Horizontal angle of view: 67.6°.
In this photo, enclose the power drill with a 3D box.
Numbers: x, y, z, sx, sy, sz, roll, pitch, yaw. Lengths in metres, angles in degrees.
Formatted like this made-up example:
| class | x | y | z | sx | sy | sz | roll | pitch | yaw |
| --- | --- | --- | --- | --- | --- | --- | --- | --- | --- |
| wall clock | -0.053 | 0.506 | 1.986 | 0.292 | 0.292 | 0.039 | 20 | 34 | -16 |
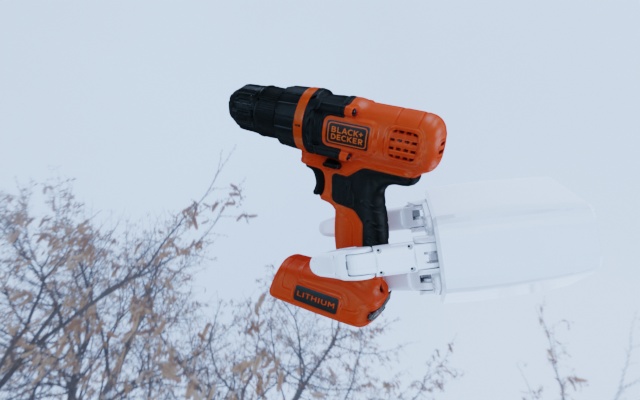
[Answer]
| class | x | y | z | sx | sy | sz | roll | pitch | yaw |
| --- | --- | --- | --- | --- | --- | --- | --- | --- | --- |
| power drill | 0.000 | 0.002 | 0.402 | 0.184 | 0.188 | 0.057 | 16 | 26 | 24 |
